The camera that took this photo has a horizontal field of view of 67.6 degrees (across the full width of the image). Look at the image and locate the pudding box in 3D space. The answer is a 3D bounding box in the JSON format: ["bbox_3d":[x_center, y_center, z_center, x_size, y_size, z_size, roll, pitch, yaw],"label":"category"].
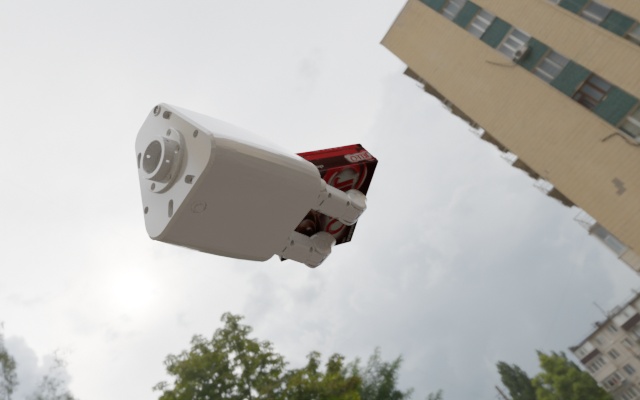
[{"bbox_3d":[0.000,0.001,0.478,0.090,0.114,0.039,-12,47,-30],"label":"pudding box"}]
